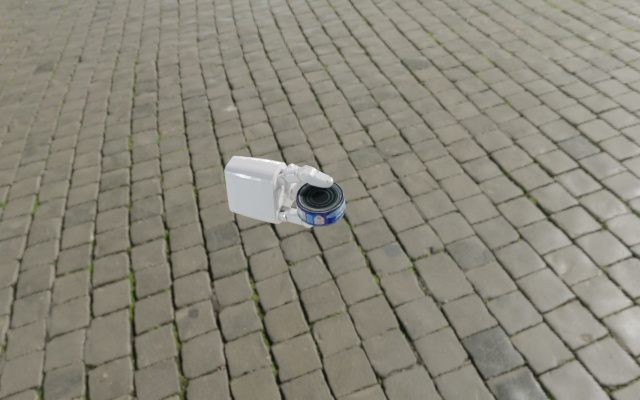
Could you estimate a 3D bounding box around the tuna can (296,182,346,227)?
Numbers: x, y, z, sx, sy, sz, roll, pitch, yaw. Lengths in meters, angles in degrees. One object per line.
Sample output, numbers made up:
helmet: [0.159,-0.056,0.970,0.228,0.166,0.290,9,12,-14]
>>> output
tuna can: [0.000,0.002,0.825,0.086,0.086,0.034,-2,-45,2]
